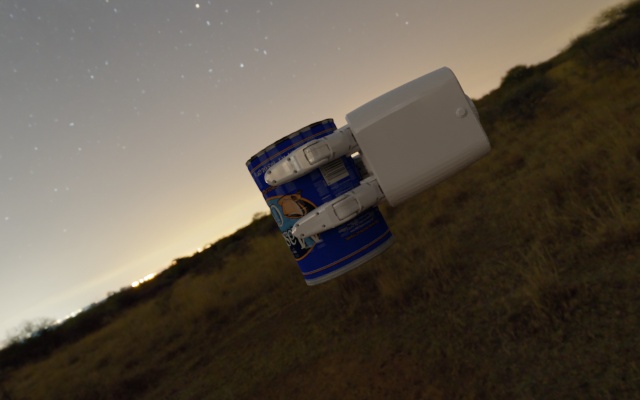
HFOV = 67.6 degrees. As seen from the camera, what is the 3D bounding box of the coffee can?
[{"bbox_3d":[0.000,0.002,0.493,0.103,0.140,0.103,-27,0,0],"label":"coffee can"}]
